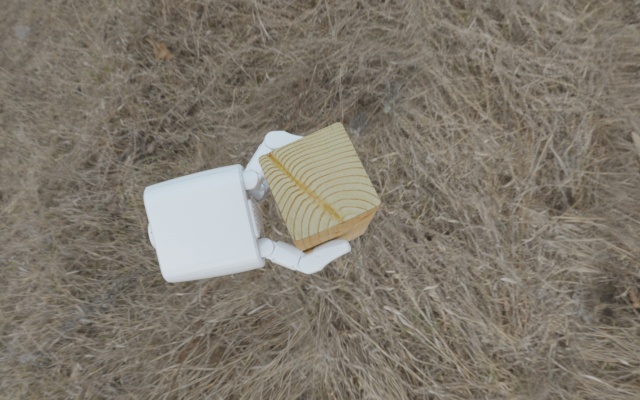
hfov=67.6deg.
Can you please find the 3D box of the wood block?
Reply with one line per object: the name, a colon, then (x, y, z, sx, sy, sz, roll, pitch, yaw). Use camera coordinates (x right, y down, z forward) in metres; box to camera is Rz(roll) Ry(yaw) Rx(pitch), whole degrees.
wood block: (0.000, 0.002, 0.542, 0.090, 0.091, 0.206, -24, -11, -4)
